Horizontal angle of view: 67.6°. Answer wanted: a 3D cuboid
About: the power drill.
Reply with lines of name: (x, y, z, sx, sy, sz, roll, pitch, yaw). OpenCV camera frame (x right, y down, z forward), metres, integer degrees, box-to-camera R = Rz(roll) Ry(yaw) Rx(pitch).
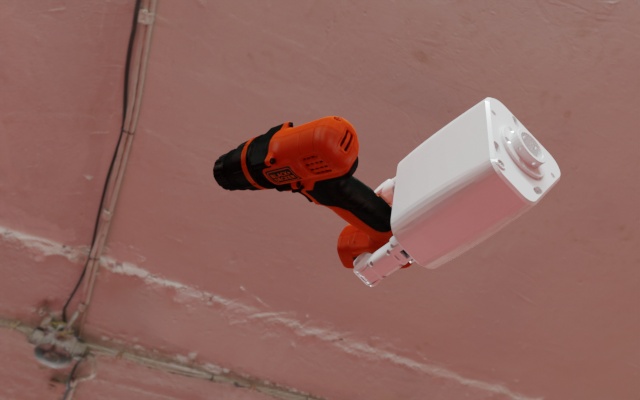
power drill: (0.001, 0.002, 0.479, 0.184, 0.057, 0.188, -7, -39, 47)
